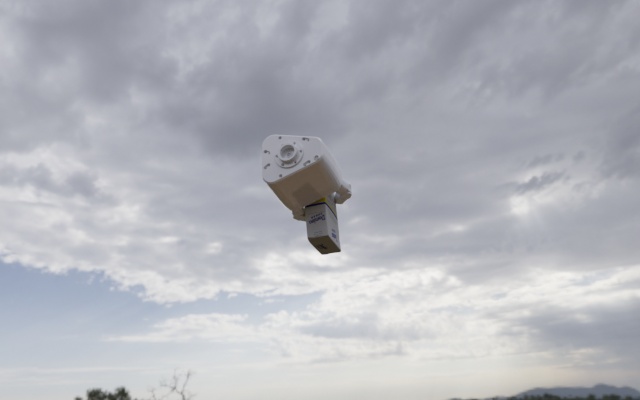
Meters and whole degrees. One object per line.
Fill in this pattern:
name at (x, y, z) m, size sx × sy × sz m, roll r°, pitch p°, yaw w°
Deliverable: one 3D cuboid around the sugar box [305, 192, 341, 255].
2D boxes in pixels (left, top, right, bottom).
sugar box at (0.000, 0.003, 0.882) m, size 0.048 × 0.176 × 0.093 m, roll -9°, pitch -26°, yaw 14°
